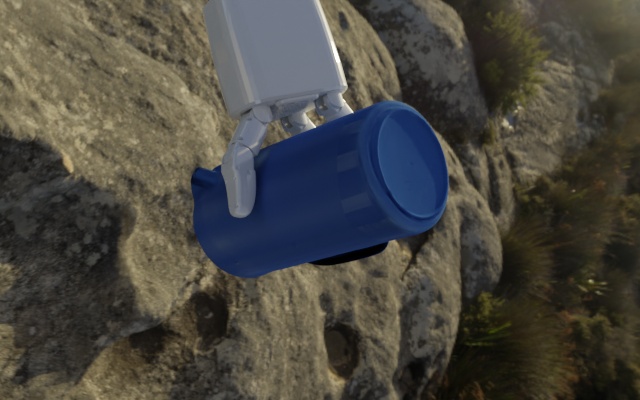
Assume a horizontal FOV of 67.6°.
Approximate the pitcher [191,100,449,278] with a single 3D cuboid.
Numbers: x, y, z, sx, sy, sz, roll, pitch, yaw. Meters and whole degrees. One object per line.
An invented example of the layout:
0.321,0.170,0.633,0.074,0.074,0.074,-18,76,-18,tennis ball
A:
0.000,0.001,0.459,0.149,0.145,0.243,-15,-2,-44,pitcher
